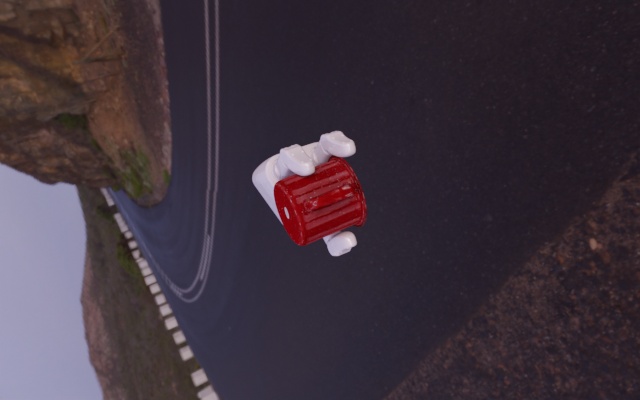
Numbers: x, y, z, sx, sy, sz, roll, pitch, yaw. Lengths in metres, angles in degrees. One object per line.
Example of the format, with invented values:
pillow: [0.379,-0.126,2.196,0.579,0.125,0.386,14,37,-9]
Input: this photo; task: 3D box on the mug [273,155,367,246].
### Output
mug: [0.000,0.002,0.554,0.081,0.093,0.117,-22,3,-19]
